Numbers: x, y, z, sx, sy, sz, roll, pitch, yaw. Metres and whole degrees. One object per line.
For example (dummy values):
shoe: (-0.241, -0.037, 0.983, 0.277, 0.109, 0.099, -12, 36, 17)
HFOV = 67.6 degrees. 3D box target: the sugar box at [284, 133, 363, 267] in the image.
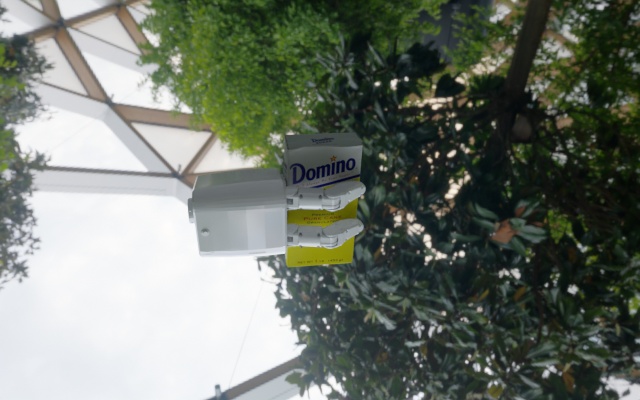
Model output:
sugar box: (0.000, 0.002, 0.617, 0.093, 0.176, 0.048, -4, 33, -9)
